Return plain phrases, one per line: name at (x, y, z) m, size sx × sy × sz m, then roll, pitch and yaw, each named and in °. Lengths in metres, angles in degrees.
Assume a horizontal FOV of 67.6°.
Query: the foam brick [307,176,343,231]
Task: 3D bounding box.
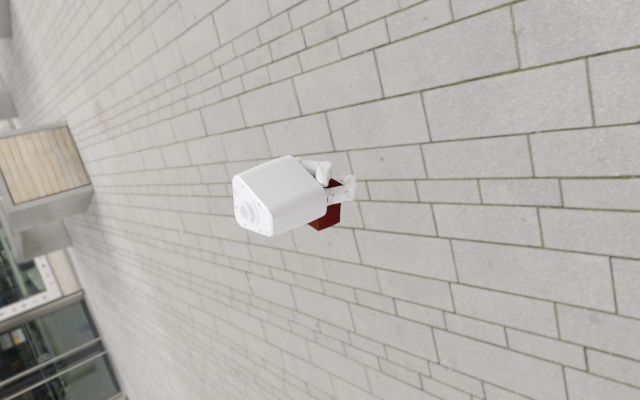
foam brick at (0.000, 0.003, 0.809) m, size 0.051 × 0.078 × 0.053 m, roll -23°, pitch 40°, yaw -35°
